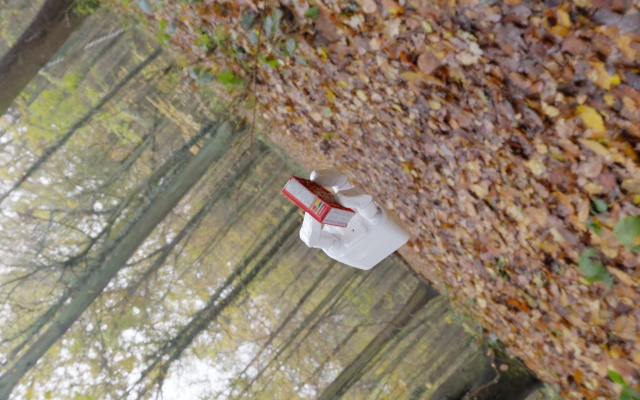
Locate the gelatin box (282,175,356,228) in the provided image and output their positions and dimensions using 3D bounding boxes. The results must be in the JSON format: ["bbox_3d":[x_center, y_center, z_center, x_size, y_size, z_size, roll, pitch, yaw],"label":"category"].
[{"bbox_3d":[0.000,0.002,0.648,0.073,0.030,0.089,39,11,24],"label":"gelatin box"}]
